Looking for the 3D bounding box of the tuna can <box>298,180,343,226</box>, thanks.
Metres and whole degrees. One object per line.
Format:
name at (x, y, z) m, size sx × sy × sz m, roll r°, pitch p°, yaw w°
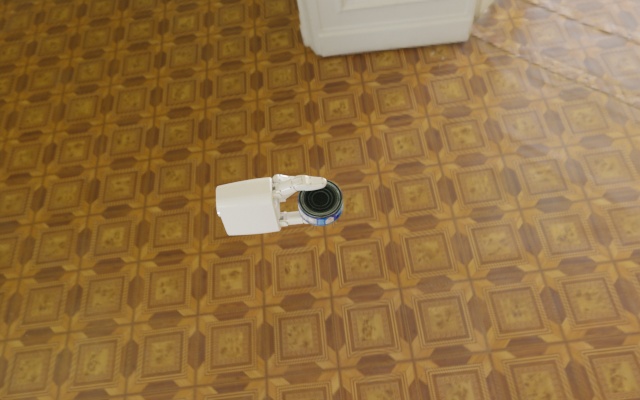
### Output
tuna can at (0.000, 0.003, 0.893) m, size 0.086 × 0.086 × 0.034 m, roll 0°, pitch -29°, yaw 2°
